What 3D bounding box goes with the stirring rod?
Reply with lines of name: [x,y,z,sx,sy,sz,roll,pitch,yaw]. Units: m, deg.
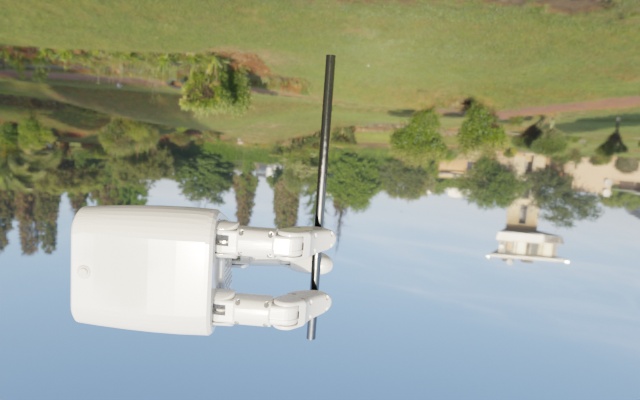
stirring rod: [0.000,0.001,0.403,0.011,0.239,0.011,4,7,0]
